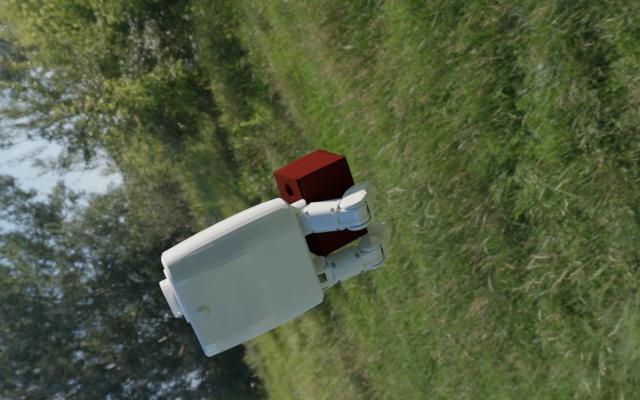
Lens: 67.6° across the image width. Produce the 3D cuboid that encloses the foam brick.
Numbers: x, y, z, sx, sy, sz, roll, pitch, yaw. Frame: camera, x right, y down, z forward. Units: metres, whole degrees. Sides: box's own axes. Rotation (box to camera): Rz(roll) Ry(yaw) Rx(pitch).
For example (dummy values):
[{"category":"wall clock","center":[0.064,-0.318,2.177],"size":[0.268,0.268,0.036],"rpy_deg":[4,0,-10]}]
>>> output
[{"category":"foam brick","center":[0.000,0.001,0.429],"size":[0.051,0.078,0.053],"rpy_deg":[-26,21,-20]}]
